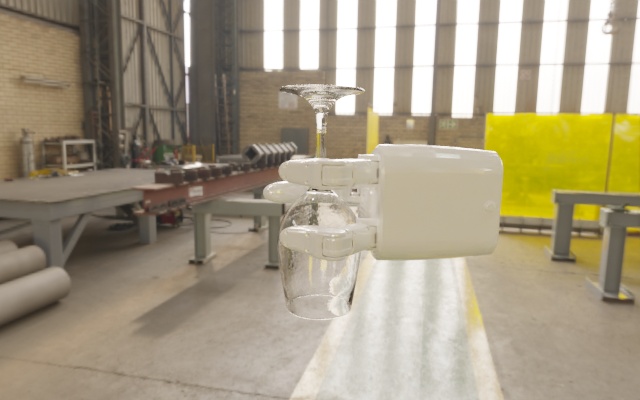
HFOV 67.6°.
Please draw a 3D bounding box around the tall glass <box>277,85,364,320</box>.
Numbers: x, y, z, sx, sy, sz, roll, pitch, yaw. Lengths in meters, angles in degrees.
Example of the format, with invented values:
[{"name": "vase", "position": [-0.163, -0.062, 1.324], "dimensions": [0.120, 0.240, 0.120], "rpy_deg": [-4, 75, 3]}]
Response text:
[{"name": "tall glass", "position": [0.000, 0.001, 0.432], "dimensions": [0.079, 0.201, 0.079], "rpy_deg": [1, 8, 0]}]
